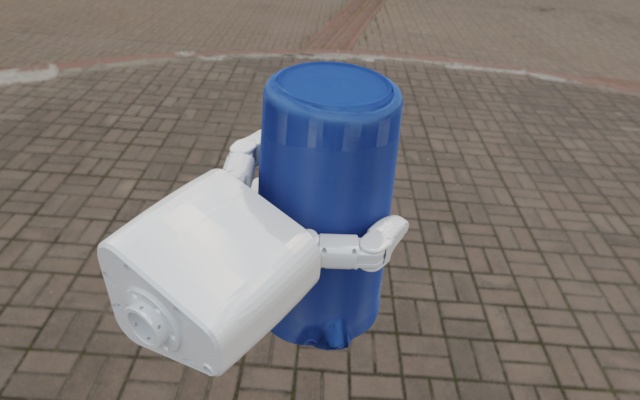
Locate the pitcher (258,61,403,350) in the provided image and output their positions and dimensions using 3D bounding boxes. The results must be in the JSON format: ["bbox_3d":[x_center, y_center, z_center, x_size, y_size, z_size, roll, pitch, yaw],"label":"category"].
[{"bbox_3d":[0.000,0.002,0.441,0.149,0.243,0.145,24,40,24],"label":"pitcher"}]
